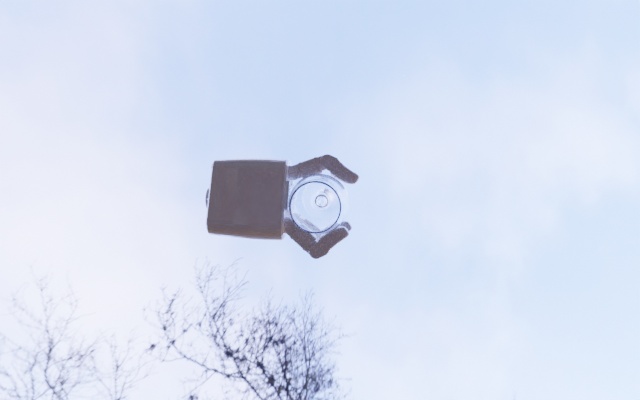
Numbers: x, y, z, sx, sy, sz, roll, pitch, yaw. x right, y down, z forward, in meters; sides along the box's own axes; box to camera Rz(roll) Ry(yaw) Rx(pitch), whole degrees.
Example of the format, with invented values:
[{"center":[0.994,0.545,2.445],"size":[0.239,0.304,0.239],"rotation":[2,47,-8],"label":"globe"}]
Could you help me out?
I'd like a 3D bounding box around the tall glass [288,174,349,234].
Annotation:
[{"center":[0.000,0.002,0.656],"size":[0.079,0.079,0.201],"rotation":[0,3,3],"label":"tall glass"}]
